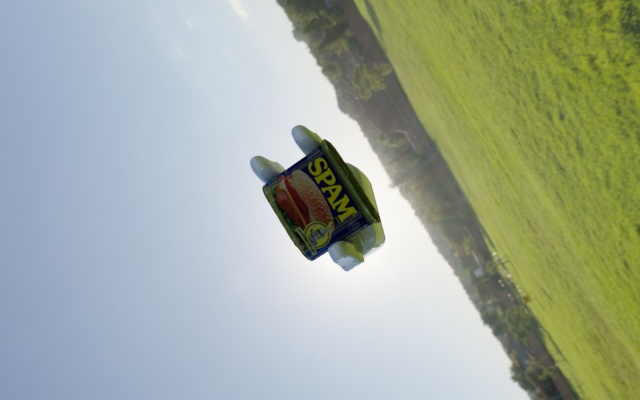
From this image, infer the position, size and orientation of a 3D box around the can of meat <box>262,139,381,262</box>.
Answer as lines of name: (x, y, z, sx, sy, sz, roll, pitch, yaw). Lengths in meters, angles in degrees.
can of meat: (0.000, 0.002, 0.500, 0.084, 0.102, 0.057, -34, -9, 12)
